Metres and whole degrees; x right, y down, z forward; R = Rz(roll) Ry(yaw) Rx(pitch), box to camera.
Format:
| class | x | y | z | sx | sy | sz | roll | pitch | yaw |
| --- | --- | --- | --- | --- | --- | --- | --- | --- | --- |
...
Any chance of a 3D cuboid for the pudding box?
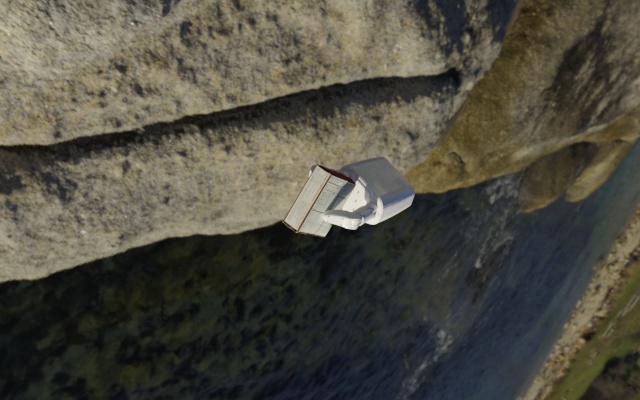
| class | x | y | z | sx | sy | sz | roll | pitch | yaw |
| --- | --- | --- | --- | --- | --- | --- | --- | --- | --- |
| pudding box | 0.000 | 0.003 | 0.787 | 0.039 | 0.113 | 0.090 | 34 | 9 | 32 |
